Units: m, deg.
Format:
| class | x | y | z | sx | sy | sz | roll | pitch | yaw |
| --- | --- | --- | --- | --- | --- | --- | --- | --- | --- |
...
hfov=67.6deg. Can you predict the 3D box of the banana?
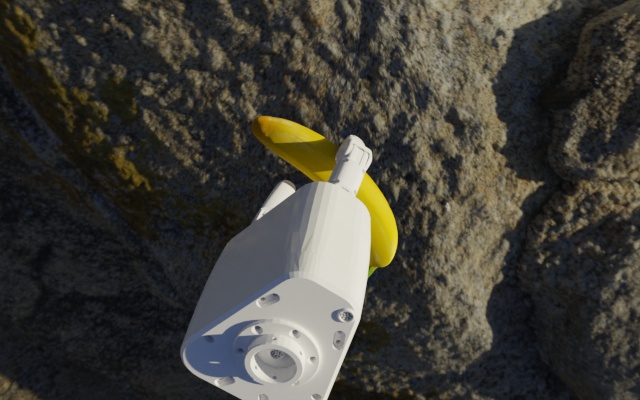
| class | x | y | z | sx | sy | sz | roll | pitch | yaw |
| --- | --- | --- | --- | --- | --- | --- | --- | --- | --- |
| banana | 0.017 | -0.004 | 0.432 | 0.069 | 0.198 | 0.037 | -26 | 22 | 22 |
